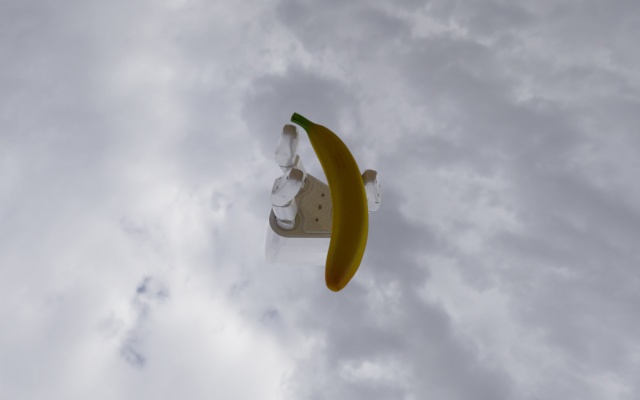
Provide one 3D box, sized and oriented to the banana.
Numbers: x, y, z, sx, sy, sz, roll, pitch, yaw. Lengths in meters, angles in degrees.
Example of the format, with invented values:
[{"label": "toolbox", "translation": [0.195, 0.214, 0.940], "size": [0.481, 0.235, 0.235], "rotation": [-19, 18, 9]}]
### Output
[{"label": "banana", "translation": [0.017, -0.002, 0.491], "size": [0.069, 0.197, 0.037], "rotation": [-3, -27, -21]}]
